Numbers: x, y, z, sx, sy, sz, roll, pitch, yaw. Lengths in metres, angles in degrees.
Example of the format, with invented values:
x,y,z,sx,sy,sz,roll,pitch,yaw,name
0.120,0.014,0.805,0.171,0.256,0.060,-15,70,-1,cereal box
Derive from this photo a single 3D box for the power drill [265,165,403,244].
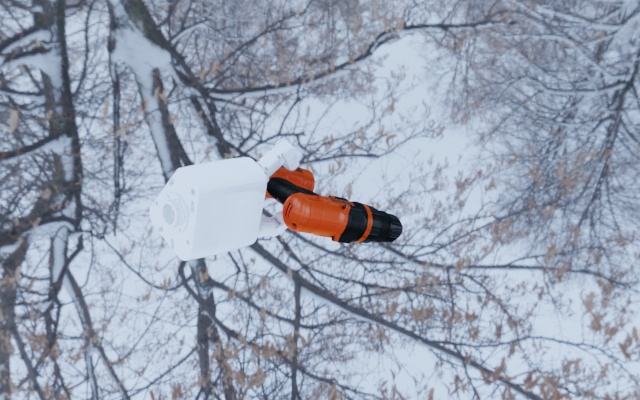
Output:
x,y,z,sx,sy,sz,roll,pitch,yaw,name
0.000,0.002,0.658,0.184,0.057,0.187,14,10,-37,power drill
